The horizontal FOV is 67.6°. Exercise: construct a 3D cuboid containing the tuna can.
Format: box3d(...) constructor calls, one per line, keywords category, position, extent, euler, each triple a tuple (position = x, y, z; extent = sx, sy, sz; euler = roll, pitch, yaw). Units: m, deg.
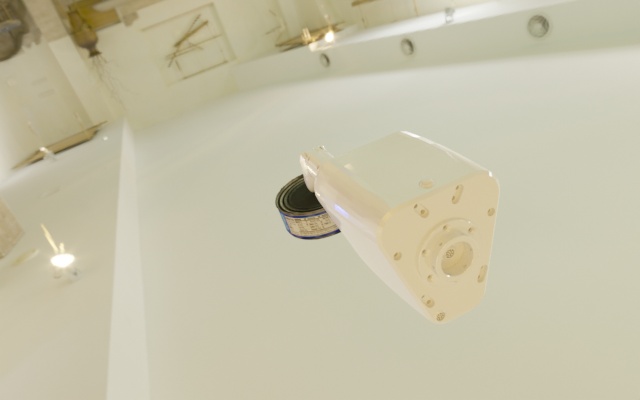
box3d(category="tuna can", position=(0.000, 0.002, 0.480), extent=(0.086, 0.034, 0.086), euler=(-15, 29, 9))
